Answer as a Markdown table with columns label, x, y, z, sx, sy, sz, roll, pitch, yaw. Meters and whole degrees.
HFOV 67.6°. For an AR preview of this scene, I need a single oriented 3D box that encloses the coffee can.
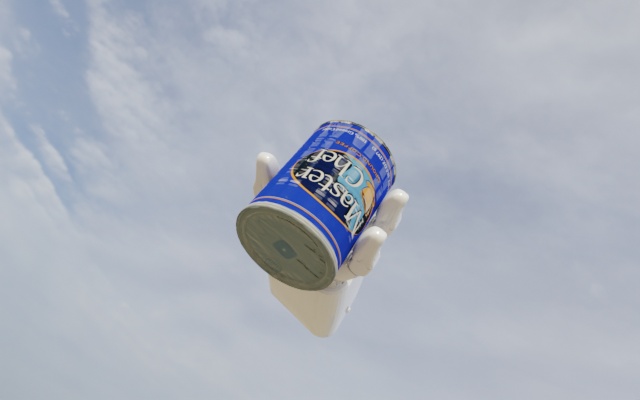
| label | x | y | z | sx | sy | sz | roll | pitch | yaw |
| --- | --- | --- | --- | --- | --- | --- | --- | --- | --- |
| coffee can | 0.000 | 0.001 | 0.465 | 0.103 | 0.103 | 0.140 | 0 | 38 | 37 |
